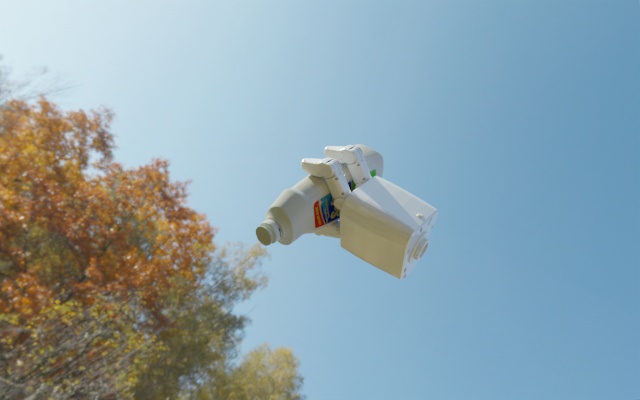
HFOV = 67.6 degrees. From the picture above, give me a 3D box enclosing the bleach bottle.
[{"bbox_3d":[0.000,0.002,0.705,0.068,0.103,0.250,30,40,25],"label":"bleach bottle"}]
